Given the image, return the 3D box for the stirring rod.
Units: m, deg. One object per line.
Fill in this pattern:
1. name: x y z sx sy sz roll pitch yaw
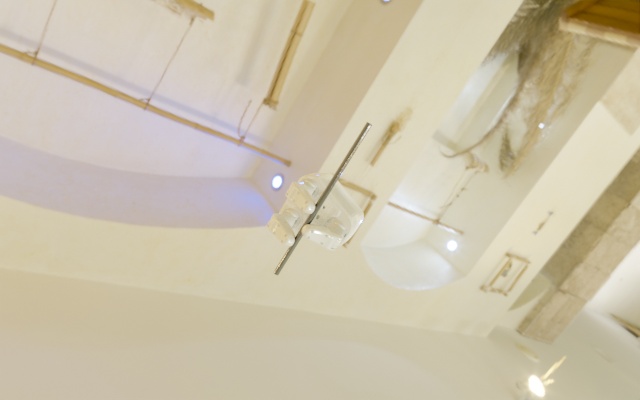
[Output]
1. stirring rod: 0.000 0.002 0.630 0.011 0.239 0.011 30 15 -8
